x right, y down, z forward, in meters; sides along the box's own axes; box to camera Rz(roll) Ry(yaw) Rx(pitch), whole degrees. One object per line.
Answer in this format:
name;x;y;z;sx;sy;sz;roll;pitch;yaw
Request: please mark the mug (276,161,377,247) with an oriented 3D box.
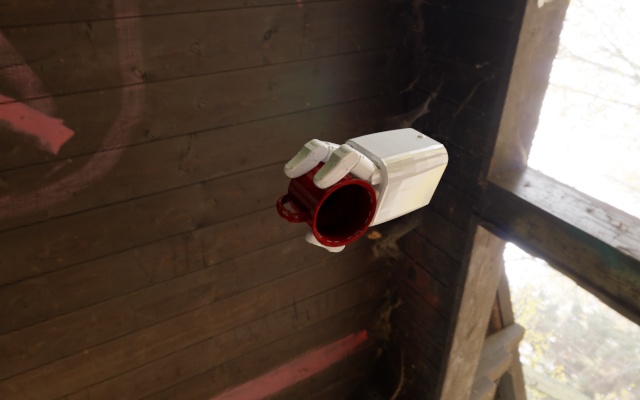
mug;-0.001;0.002;0.600;0.117;0.093;0.081;-15;34;-26
